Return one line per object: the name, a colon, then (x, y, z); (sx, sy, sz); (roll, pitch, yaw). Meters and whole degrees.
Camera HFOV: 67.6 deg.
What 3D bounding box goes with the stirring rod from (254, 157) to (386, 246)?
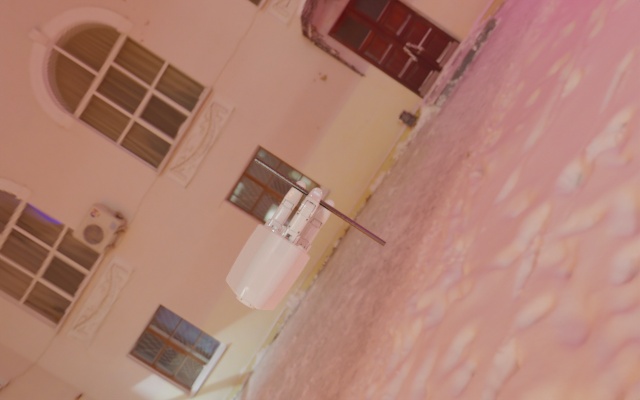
stirring rod: (0.000, 0.003, 0.742); (0.239, 0.011, 0.011); (33, -2, -3)
